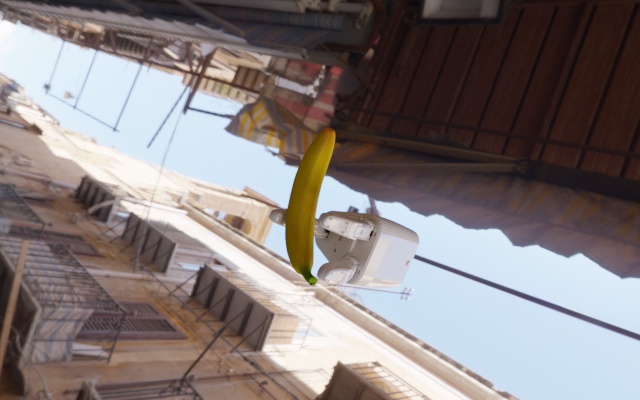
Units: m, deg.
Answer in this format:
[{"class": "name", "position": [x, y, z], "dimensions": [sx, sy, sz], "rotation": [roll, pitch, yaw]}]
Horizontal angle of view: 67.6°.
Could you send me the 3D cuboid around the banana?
[{"class": "banana", "position": [-0.014, 0.007, 0.601], "dimensions": [0.069, 0.197, 0.037], "rotation": [-8, -18, 44]}]
